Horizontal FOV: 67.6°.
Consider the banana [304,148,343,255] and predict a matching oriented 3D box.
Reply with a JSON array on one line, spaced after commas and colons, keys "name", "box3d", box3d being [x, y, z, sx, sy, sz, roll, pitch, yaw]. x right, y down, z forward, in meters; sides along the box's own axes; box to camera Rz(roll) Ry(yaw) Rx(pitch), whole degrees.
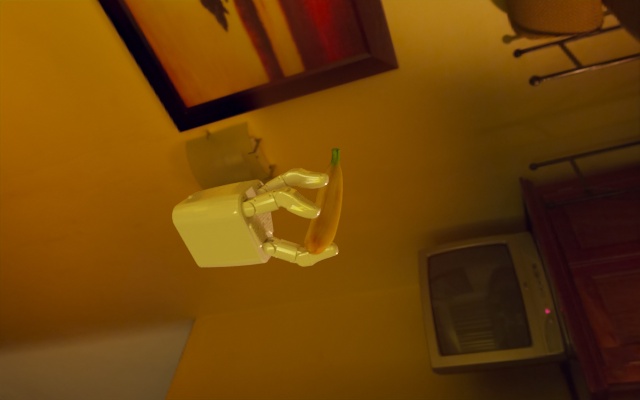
[{"name": "banana", "box3d": [0.005, 0.013, 0.668, 0.037, 0.070, 0.197, -4, 44, 15]}]
